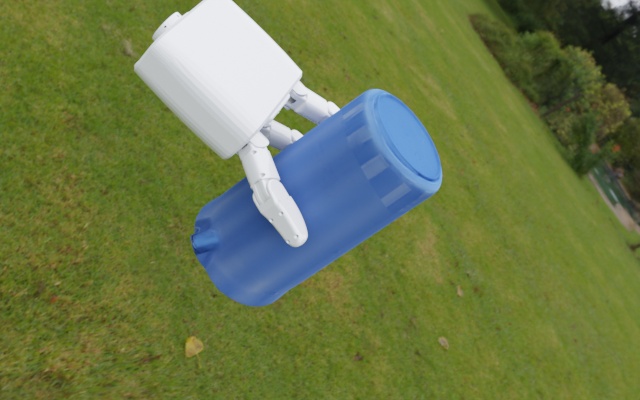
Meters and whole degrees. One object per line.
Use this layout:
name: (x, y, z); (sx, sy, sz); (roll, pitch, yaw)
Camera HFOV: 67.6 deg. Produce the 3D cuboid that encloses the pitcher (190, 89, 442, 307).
pitcher: (0.000, 0.001, 0.485); (0.243, 0.145, 0.149); (-34, 20, 33)
